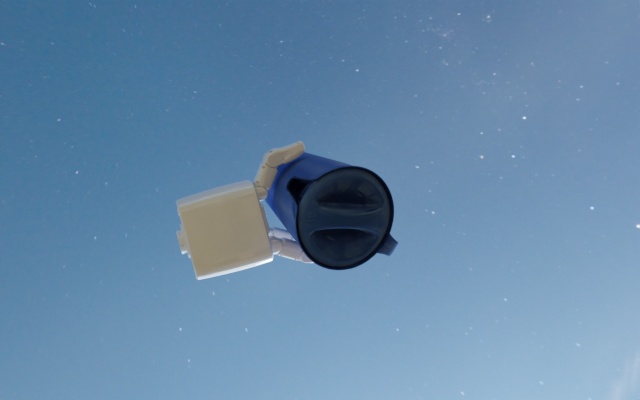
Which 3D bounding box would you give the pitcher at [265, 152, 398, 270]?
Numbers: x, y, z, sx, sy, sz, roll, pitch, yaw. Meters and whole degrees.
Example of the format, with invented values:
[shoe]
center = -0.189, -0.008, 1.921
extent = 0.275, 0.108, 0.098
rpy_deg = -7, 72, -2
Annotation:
[pitcher]
center = 0.000, 0.002, 0.692
extent = 0.145, 0.149, 0.242
rpy_deg = -16, 19, -16
